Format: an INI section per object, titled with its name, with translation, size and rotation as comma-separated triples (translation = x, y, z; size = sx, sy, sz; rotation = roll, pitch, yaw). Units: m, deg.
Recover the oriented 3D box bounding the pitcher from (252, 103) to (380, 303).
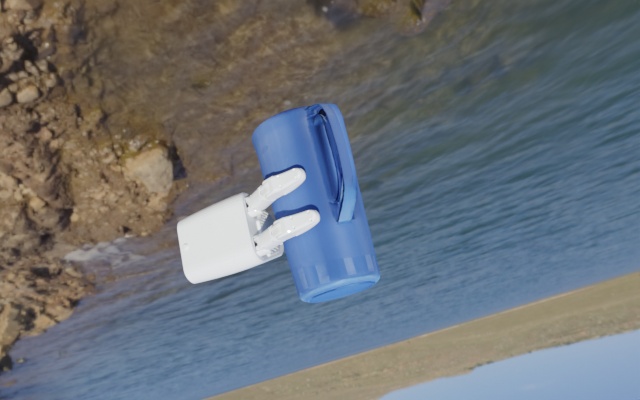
[pitcher]
translation = 0.000, 0.002, 0.632
size = 0.145, 0.242, 0.149
rotation = -20, -19, 15
